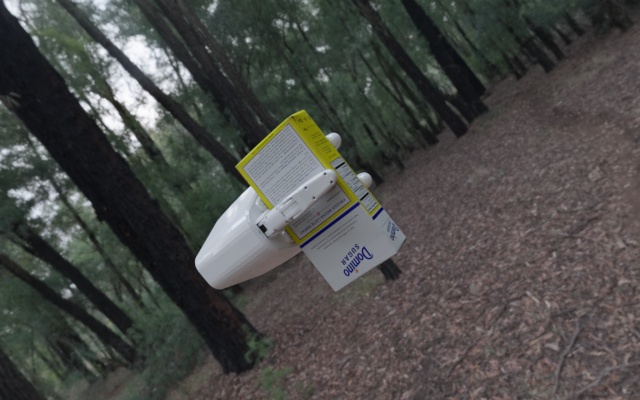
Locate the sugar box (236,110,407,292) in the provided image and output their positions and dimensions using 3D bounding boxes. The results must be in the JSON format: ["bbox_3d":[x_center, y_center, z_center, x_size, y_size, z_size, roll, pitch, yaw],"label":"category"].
[{"bbox_3d":[0.000,0.001,0.510,0.093,0.176,0.048,-38,3,30],"label":"sugar box"}]
